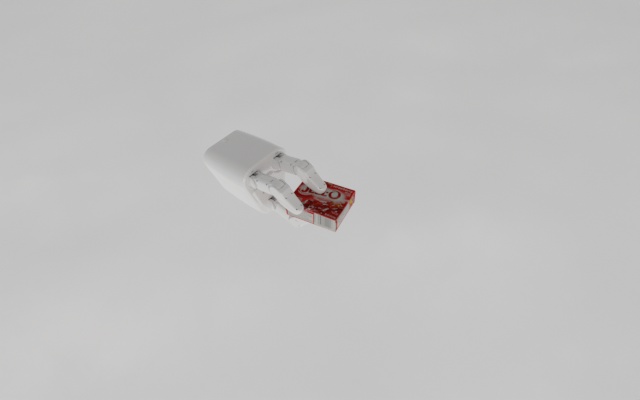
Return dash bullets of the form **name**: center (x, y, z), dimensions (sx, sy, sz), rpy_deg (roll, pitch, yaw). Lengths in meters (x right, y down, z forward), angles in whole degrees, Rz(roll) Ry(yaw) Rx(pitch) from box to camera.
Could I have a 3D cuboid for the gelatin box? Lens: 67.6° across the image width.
- **gelatin box**: center (0.000, 0.003, 0.748), dimensions (0.089, 0.030, 0.073), rpy_deg (19, 48, 19)
